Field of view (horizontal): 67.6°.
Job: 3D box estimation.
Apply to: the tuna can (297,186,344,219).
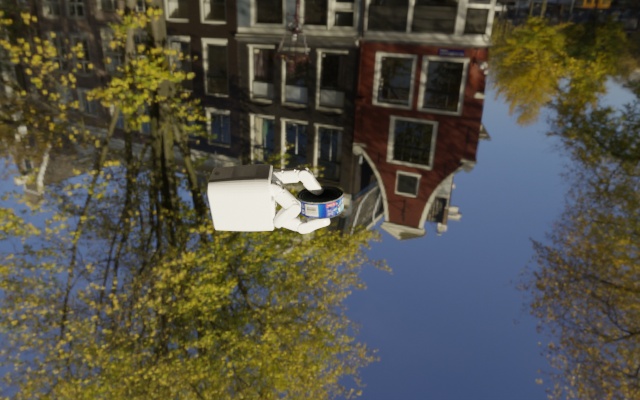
[{"bbox_3d":[0.000,0.003,0.881,0.086,0.034,0.086,-3,22,1],"label":"tuna can"}]
